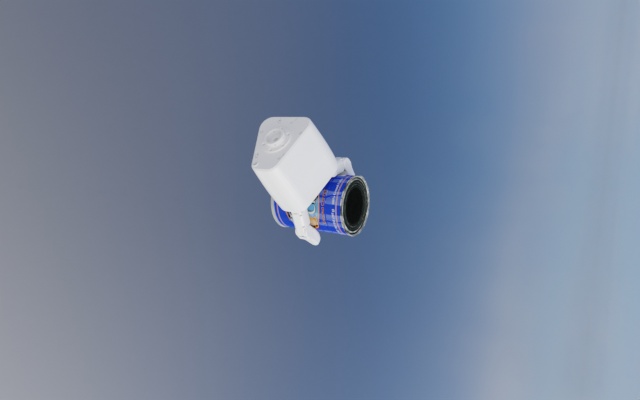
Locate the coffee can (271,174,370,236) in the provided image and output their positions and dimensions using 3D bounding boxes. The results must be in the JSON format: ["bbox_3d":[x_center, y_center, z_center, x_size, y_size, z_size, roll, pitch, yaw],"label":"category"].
[{"bbox_3d":[0.000,0.003,0.827,0.140,0.103,0.103,6,3,31],"label":"coffee can"}]
